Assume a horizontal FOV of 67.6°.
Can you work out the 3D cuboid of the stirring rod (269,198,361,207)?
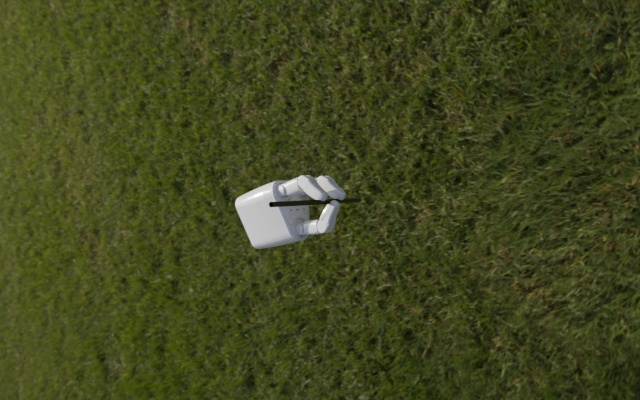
[{"bbox_3d":[0.000,0.003,0.785,0.011,0.011,0.239,0,2,37],"label":"stirring rod"}]
